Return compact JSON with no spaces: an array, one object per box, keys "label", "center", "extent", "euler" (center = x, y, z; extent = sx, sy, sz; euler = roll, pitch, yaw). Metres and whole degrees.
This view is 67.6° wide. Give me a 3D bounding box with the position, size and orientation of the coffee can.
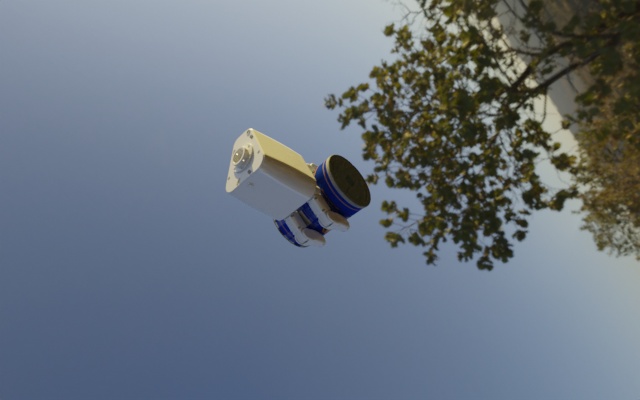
[{"label":"coffee can","center":[0.000,0.003,0.816],"extent":[0.140,0.102,0.103],"euler":[-37,-20,29]}]
